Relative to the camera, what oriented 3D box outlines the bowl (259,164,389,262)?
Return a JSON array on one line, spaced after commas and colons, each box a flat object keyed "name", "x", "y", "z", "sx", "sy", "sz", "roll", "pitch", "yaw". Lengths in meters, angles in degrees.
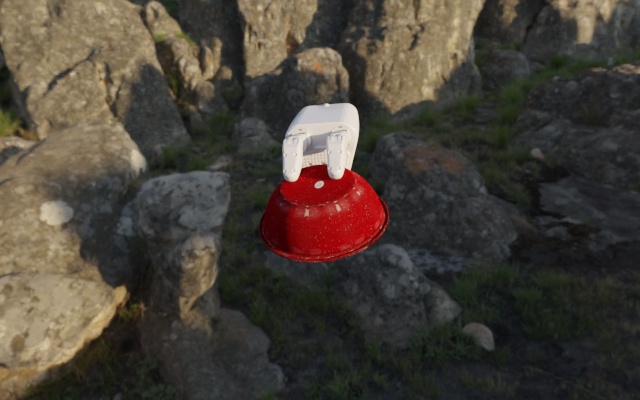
[{"name": "bowl", "x": 0.000, "y": 0.002, "z": 0.577, "sx": 0.162, "sy": 0.055, "sz": 0.162, "roll": -6, "pitch": 34, "yaw": 4}]
